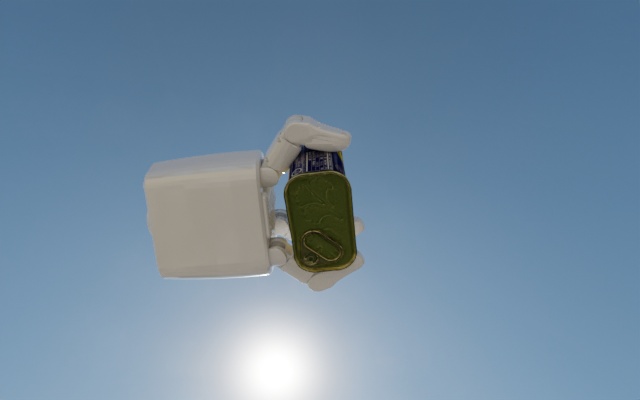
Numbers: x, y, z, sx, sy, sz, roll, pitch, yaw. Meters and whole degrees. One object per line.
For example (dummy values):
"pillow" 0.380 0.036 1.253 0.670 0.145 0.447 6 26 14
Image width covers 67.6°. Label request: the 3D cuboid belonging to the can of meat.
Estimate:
"can of meat" 0.000 0.001 0.450 0.057 0.102 0.084 -6 29 2
